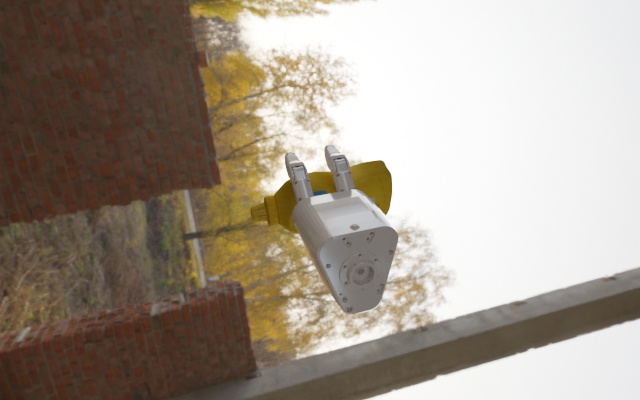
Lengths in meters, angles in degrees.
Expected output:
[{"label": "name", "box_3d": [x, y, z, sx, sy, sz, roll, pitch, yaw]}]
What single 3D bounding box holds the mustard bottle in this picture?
[{"label": "mustard bottle", "box_3d": [0.000, 0.002, 0.657, 0.191, 0.058, 0.096, -11, -42, -12]}]
